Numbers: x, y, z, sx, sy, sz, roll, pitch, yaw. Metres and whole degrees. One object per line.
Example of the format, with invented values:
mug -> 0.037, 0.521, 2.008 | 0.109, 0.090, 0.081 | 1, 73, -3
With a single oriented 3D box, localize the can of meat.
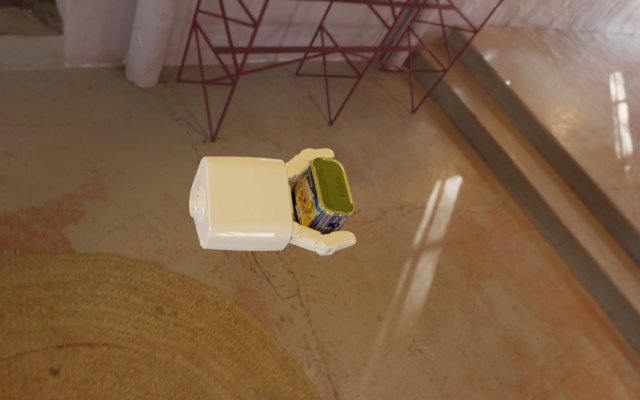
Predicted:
can of meat -> 0.000, 0.002, 0.663 | 0.057, 0.102, 0.084 | 5, -38, -26
